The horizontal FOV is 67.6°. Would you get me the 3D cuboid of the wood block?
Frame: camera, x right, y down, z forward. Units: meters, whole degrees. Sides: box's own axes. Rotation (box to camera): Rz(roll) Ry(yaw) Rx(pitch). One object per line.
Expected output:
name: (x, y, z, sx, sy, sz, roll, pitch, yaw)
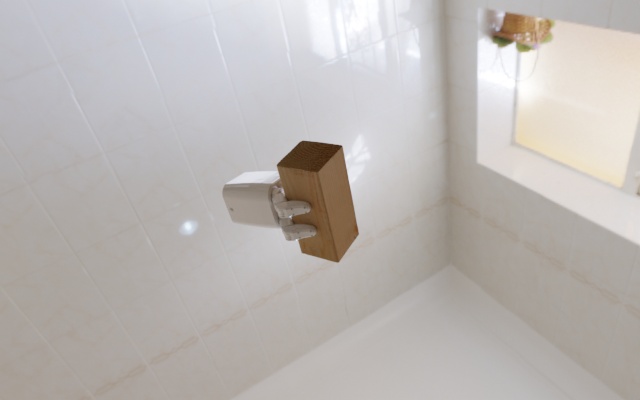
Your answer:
wood block: (0.000, 0.003, 0.887, 0.090, 0.206, 0.090, 11, 42, 30)
